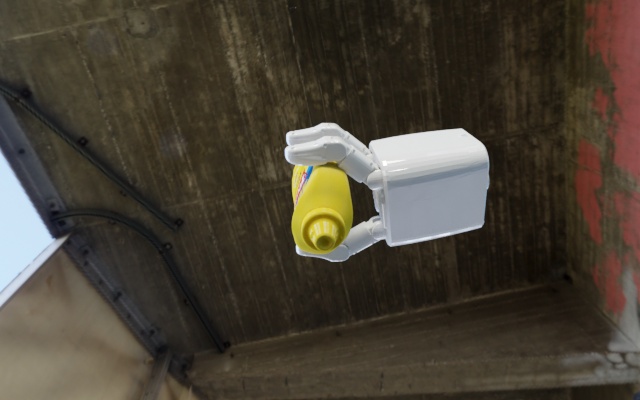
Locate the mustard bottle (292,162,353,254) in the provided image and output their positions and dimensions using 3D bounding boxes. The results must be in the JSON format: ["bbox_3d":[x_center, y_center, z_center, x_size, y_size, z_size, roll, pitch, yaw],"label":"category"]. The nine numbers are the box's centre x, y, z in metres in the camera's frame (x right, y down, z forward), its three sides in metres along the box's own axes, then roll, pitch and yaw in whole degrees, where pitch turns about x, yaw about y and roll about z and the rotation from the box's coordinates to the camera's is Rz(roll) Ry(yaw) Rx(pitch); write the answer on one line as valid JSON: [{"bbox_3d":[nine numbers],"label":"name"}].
[{"bbox_3d":[0.000,0.002,0.504,0.058,0.096,0.191,13,21,-8],"label":"mustard bottle"}]
